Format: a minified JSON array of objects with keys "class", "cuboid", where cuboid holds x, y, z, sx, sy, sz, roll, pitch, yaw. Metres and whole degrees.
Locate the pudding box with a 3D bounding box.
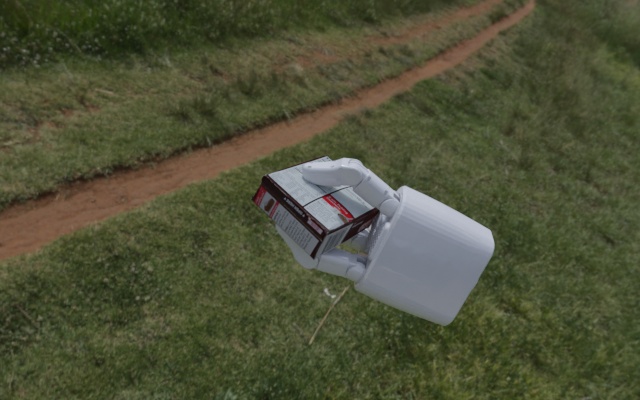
[{"class":"pudding box","cuboid":[0.000,0.002,0.491,0.090,0.039,0.113,41,32,18]}]
